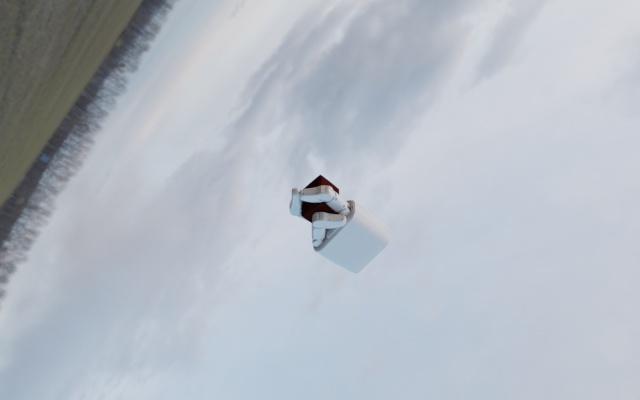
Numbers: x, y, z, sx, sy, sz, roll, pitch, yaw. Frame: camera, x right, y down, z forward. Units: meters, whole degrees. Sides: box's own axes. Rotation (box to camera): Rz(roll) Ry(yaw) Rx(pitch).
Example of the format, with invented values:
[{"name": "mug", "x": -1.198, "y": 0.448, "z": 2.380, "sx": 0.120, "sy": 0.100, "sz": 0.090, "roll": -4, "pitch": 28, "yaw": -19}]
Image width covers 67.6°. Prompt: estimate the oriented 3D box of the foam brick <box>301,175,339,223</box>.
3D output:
[{"name": "foam brick", "x": 0.000, "y": 0.003, "z": 0.893, "sx": 0.051, "sy": 0.078, "sz": 0.053, "roll": 35, "pitch": -55, "yaw": -27}]
